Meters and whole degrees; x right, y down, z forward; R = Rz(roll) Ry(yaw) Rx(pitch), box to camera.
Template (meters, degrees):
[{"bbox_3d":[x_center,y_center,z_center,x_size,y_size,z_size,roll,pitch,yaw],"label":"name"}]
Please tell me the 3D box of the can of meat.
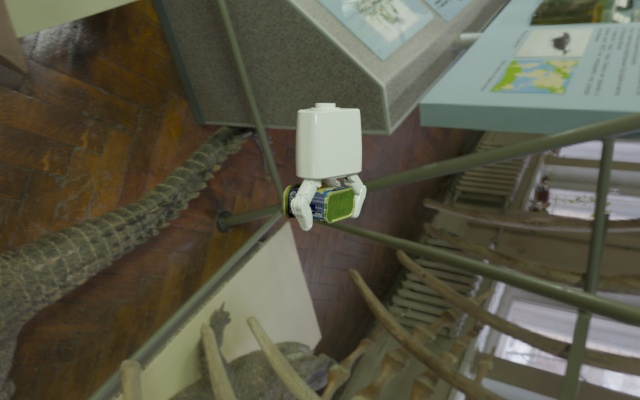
[{"bbox_3d":[0.000,0.003,0.808,0.084,0.057,0.102,8,12,31],"label":"can of meat"}]
